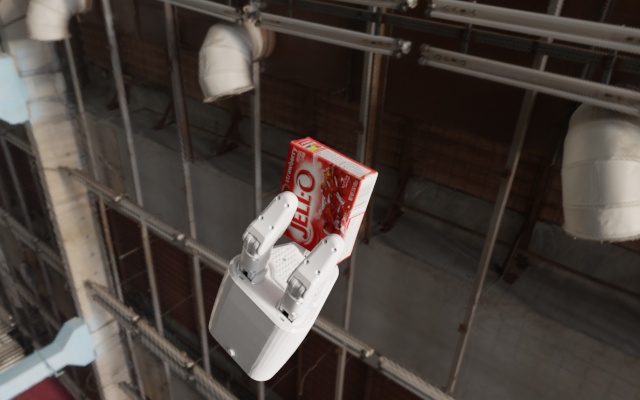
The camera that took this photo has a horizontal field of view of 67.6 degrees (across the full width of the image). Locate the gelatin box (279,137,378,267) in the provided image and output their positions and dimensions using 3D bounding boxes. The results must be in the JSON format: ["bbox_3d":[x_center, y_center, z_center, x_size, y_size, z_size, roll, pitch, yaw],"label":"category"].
[{"bbox_3d":[0.000,0.001,0.408,0.073,0.089,0.030,30,32,25],"label":"gelatin box"}]
